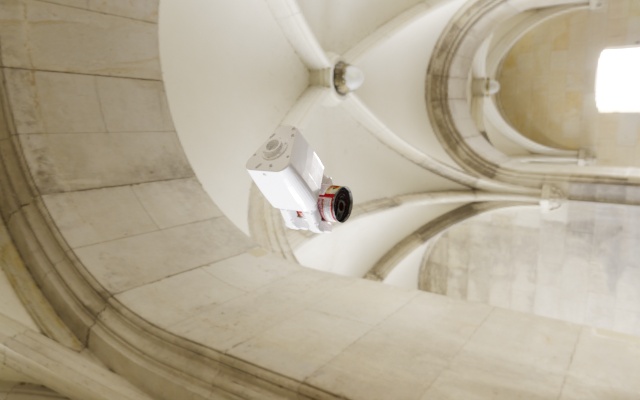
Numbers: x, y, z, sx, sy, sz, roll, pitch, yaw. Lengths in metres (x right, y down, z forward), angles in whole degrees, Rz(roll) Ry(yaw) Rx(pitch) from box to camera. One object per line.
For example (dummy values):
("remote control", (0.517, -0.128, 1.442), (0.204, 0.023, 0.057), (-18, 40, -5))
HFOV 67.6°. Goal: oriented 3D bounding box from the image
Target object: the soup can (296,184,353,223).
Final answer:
("soup can", (0.000, 0.003, 0.894), (0.102, 0.068, 0.068), (6, 3, 33))
